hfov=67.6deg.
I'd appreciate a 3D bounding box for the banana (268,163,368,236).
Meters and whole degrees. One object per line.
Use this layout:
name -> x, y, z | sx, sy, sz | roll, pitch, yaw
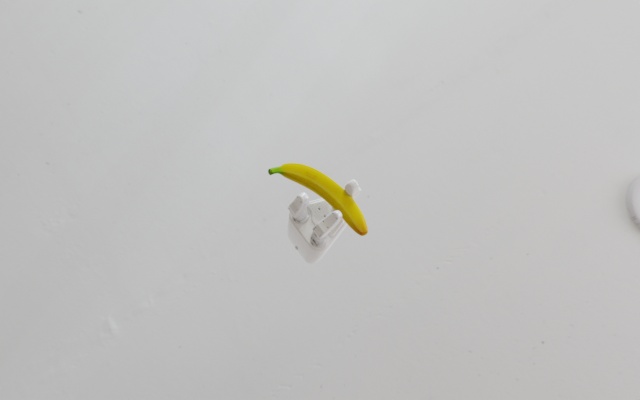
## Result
banana -> 0.005, -0.012, 0.827 | 0.198, 0.069, 0.037 | 32, -37, 0
